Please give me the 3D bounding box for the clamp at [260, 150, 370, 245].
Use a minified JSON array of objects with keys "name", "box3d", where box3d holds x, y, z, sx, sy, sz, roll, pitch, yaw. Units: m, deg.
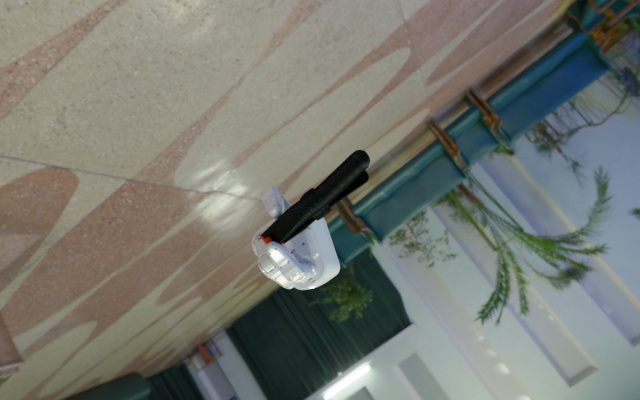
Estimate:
[{"name":"clamp","box3d":[0.000,0.003,0.619,0.171,0.039,0.120,-38,-15,8]}]
